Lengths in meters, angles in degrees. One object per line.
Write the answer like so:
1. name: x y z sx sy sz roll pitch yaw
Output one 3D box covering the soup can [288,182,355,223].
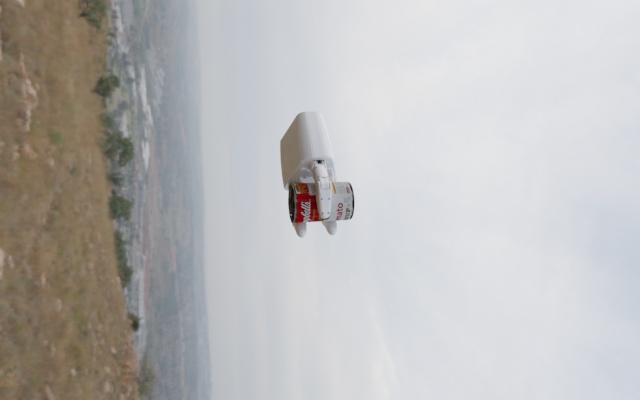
1. soup can: 0.001 0.003 0.813 0.102 0.068 0.068 -2 0 -13
